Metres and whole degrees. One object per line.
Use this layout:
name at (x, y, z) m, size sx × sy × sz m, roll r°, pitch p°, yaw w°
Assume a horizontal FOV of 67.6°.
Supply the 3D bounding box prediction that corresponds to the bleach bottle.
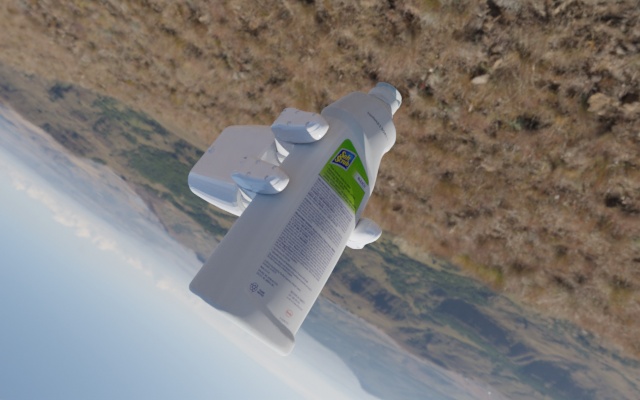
bleach bottle at (0.000, 0.001, 0.422) m, size 0.068 × 0.250 × 0.103 m, roll 17°, pitch -25°, yaw 46°
